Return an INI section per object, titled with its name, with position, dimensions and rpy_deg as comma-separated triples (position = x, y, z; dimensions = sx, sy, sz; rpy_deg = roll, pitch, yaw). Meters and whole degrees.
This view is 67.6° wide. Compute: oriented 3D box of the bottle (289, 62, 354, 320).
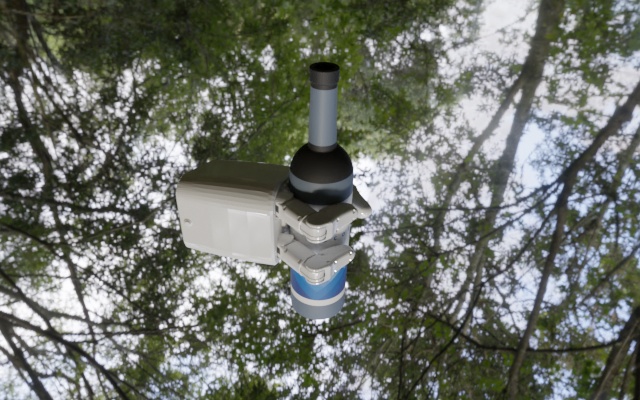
[bottle]
position = 0.000, 0.002, 0.510
dimensions = 0.069, 0.296, 0.069
rpy_deg = 1, 34, -1
